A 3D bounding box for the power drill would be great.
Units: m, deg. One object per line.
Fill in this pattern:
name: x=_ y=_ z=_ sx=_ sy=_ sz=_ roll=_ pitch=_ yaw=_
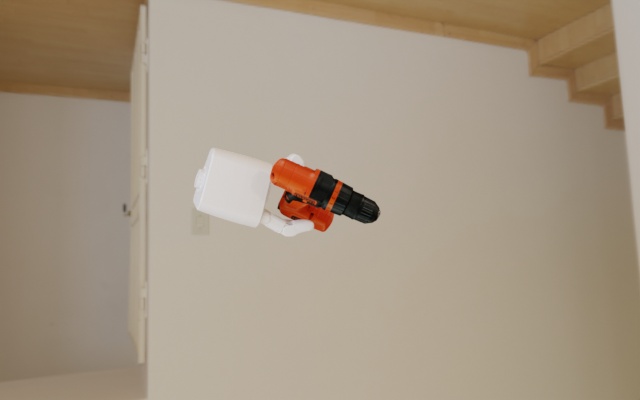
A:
power drill: x=0.000 y=0.003 z=0.818 sx=0.184 sy=0.057 sz=0.188 roll=26 pitch=-17 yaw=-1
